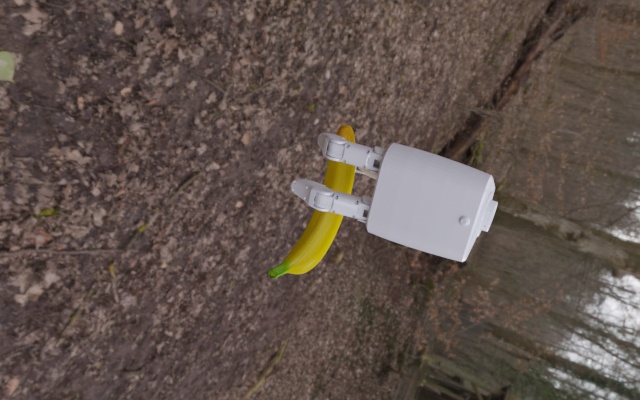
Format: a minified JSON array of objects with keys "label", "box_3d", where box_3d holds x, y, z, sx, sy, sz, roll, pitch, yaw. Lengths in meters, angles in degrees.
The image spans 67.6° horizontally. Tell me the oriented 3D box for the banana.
[{"label":"banana","box_3d":[0.005,0.009,0.573,0.037,0.198,0.070,22,-4,25]}]
